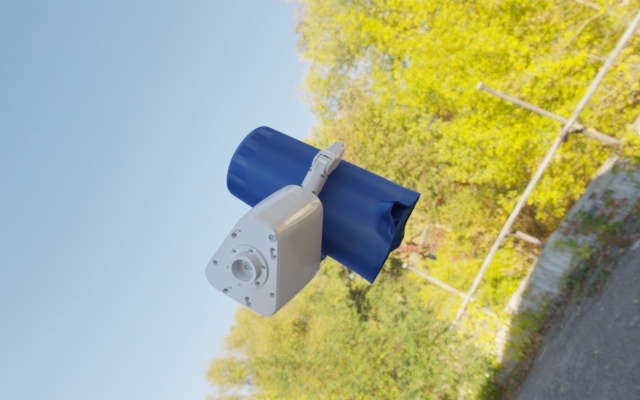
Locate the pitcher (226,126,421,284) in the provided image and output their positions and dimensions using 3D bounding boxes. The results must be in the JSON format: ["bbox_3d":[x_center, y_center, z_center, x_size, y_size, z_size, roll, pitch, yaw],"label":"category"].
[{"bbox_3d":[0.000,0.002,0.650,0.243,0.149,0.145,28,25,12],"label":"pitcher"}]
